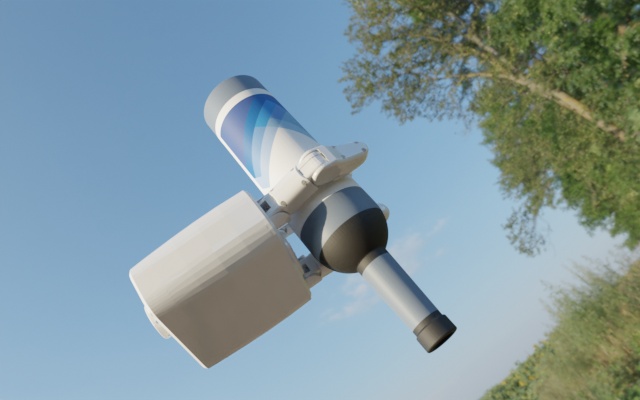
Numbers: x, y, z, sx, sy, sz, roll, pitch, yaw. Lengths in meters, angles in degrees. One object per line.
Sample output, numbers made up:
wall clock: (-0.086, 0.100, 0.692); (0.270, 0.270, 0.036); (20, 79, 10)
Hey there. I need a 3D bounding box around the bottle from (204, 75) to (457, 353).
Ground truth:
bottle: (0.000, 0.001, 0.403); (0.069, 0.069, 0.295); (0, 41, -51)
